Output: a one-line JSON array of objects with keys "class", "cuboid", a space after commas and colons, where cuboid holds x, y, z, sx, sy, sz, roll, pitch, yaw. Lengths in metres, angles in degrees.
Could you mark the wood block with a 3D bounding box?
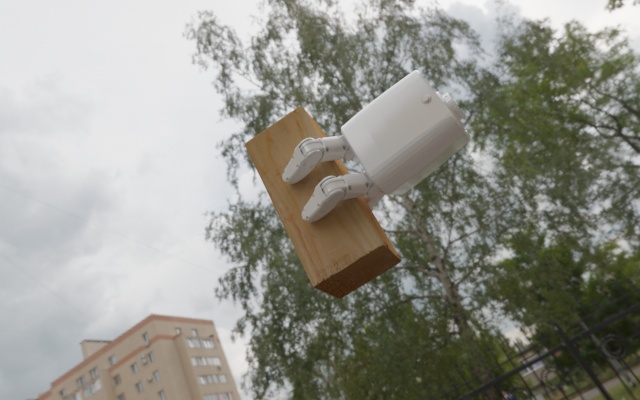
[{"class": "wood block", "cuboid": [0.000, 0.002, 0.576, 0.090, 0.206, 0.091, -33, -28, 9]}]
